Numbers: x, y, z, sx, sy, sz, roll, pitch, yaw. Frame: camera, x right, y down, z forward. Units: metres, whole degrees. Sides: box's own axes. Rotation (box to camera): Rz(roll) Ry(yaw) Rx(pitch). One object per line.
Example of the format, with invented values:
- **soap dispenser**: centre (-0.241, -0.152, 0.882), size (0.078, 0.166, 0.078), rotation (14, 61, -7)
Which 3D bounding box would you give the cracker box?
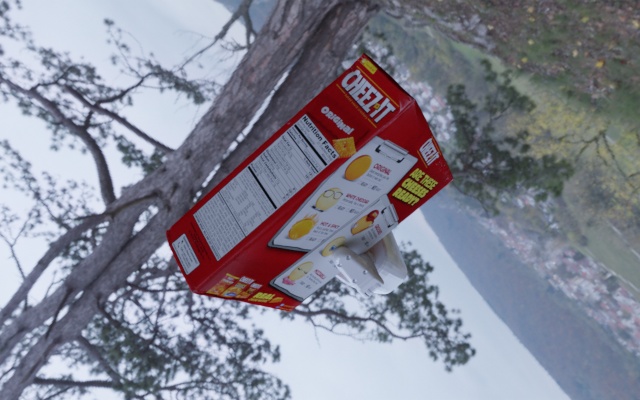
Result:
- **cracker box**: centre (0.000, 0.002, 0.419), size (0.214, 0.072, 0.164), rotation (-41, -29, 7)
